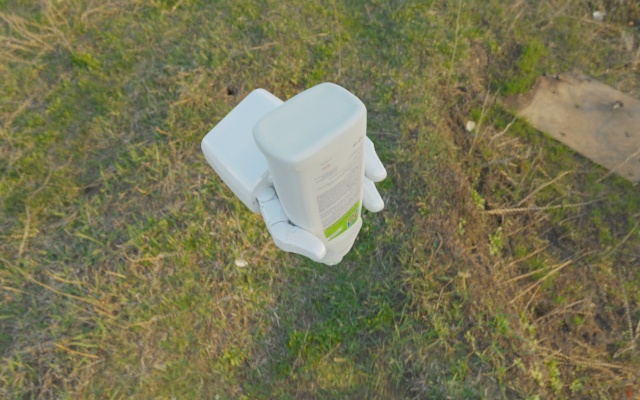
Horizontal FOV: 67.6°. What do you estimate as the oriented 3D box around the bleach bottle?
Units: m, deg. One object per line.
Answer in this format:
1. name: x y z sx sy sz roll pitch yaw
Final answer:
1. bleach bottle: 0.000 0.002 0.510 0.102 0.251 0.068 -36 59 -20
